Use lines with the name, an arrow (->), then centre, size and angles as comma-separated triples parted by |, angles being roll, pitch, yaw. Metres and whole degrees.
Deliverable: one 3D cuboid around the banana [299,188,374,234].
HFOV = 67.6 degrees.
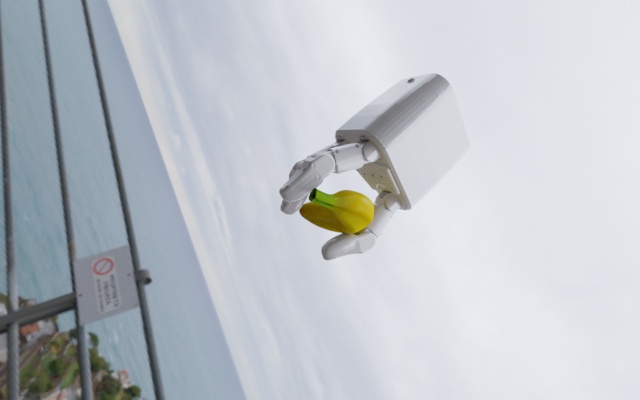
banana -> 0.017, 0.010, 0.504 | 0.069, 0.037, 0.198 | 27, -9, -2
